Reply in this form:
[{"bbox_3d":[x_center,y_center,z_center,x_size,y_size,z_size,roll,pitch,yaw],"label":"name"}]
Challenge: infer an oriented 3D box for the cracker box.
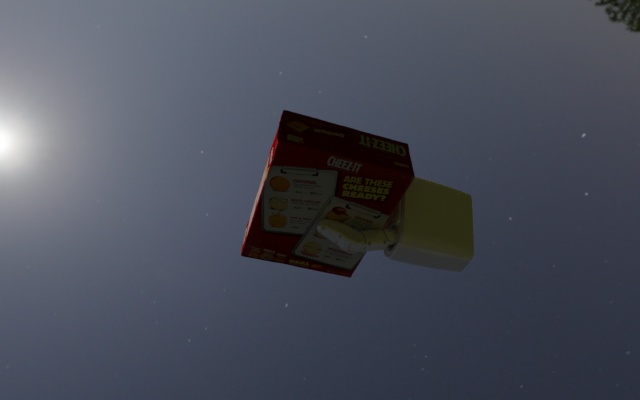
[{"bbox_3d":[0.000,0.002,0.621,0.164,0.072,0.214,13,-46,-12],"label":"cracker box"}]
